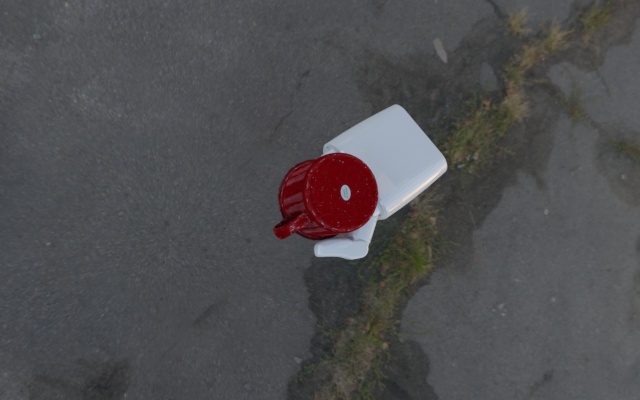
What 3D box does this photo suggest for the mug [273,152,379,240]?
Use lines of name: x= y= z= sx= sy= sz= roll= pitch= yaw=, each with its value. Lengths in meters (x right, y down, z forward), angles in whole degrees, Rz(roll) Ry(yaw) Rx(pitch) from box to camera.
mug: x=-0.001 y=0.002 z=0.502 sx=0.117 sy=0.093 sz=0.081 roll=-34 pitch=6 yaw=-19
